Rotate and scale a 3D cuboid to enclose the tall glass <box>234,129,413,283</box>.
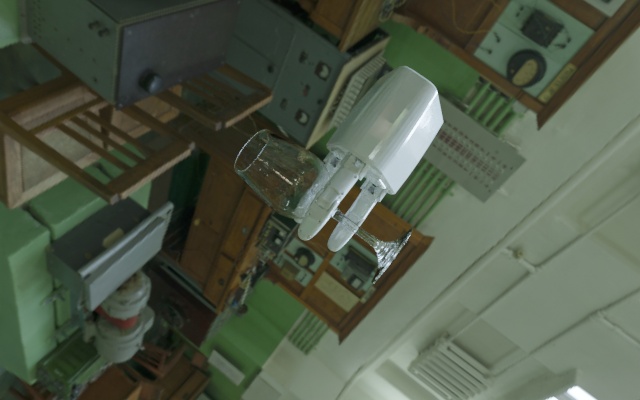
[{"bbox_3d":[0.001,0.002,0.535,0.201,0.079,0.079,36,5,7],"label":"tall glass"}]
